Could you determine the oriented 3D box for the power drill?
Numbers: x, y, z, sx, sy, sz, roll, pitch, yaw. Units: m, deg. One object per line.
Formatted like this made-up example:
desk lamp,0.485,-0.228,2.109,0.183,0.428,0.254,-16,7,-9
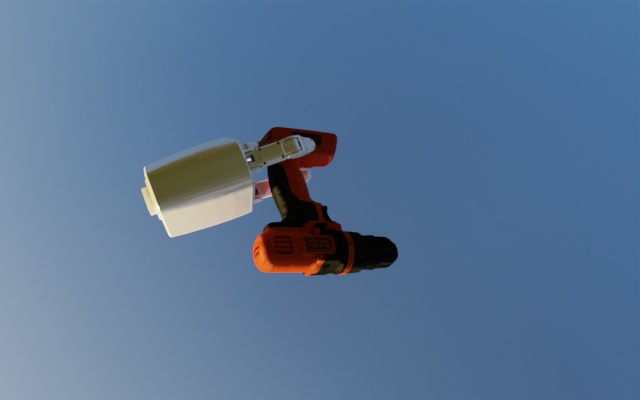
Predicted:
power drill,0.000,0.002,0.592,0.184,0.187,0.057,4,-32,-28
